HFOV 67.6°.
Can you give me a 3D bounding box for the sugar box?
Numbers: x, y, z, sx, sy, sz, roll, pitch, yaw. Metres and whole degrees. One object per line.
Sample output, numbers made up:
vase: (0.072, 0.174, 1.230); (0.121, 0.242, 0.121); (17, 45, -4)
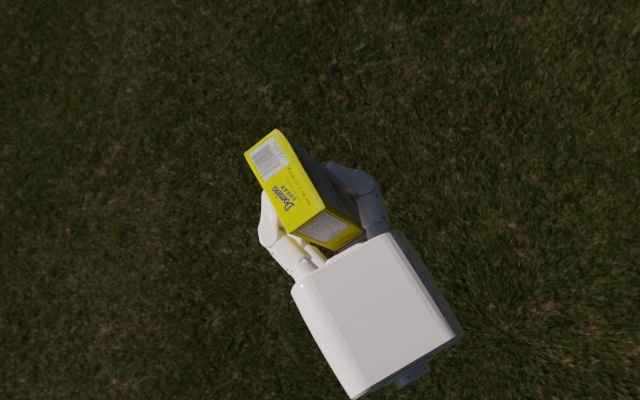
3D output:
sugar box: (0.000, 0.002, 0.484); (0.048, 0.093, 0.176); (-34, -24, 9)
